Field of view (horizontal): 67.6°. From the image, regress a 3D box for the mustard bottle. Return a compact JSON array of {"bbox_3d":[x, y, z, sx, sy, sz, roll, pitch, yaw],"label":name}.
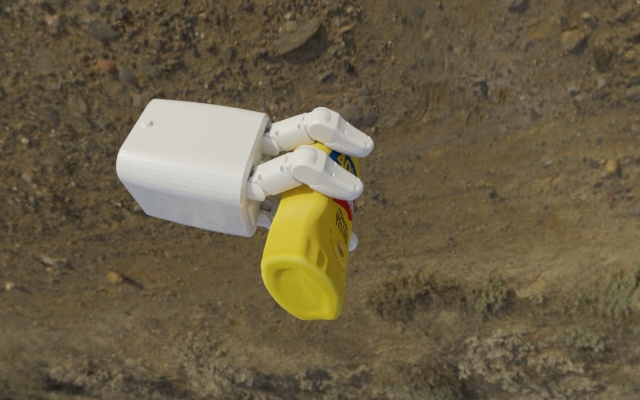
[{"bbox_3d":[0.000,0.002,0.426,0.058,0.191,0.096,-7,-44,20],"label":"mustard bottle"}]
